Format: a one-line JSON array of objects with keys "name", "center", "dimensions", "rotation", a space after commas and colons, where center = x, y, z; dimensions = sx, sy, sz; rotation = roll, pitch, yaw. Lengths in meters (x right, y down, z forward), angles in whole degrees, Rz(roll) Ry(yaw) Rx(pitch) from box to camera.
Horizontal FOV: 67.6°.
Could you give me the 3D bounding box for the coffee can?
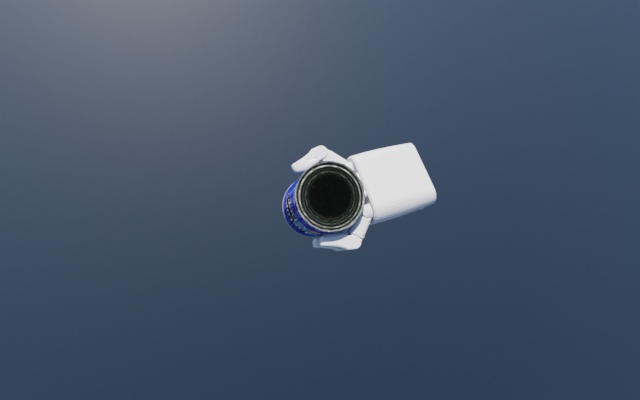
[{"name": "coffee can", "center": [0.000, 0.002, 0.741], "dimensions": [0.103, 0.103, 0.140], "rotation": [0, -7, -12]}]
